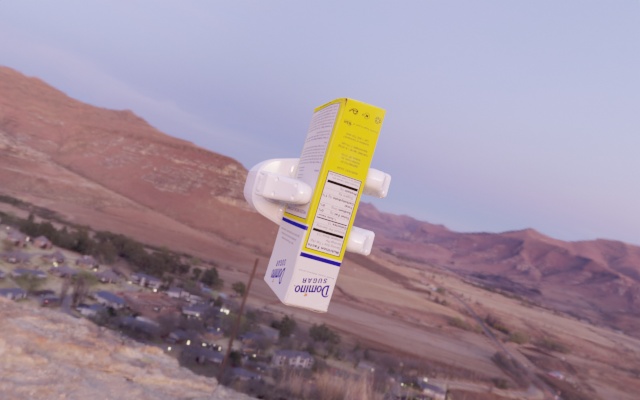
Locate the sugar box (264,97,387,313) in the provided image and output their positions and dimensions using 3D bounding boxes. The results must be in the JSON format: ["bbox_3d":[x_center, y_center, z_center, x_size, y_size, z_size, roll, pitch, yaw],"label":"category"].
[{"bbox_3d":[0.001,0.001,0.428,0.048,0.176,0.093,15,0,-17],"label":"sugar box"}]
